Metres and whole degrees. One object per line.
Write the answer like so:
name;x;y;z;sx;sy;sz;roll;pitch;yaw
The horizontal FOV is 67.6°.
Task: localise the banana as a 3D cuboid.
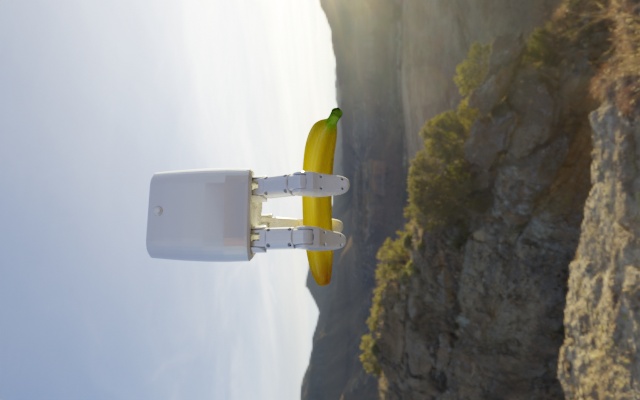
banana;-0.002;-0.005;0.543;0.037;0.198;0.069;1;11;-7
